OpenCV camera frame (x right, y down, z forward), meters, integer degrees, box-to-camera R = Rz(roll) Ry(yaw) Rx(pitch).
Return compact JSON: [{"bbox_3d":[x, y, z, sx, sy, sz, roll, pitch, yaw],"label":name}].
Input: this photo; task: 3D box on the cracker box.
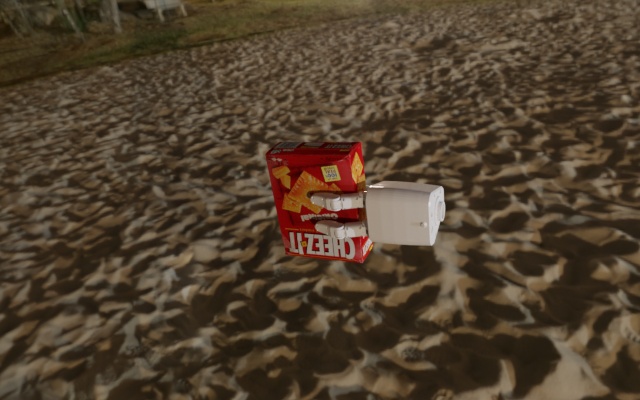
[{"bbox_3d":[0.000,0.003,0.869,0.164,0.214,0.072,3,28,24],"label":"cracker box"}]
